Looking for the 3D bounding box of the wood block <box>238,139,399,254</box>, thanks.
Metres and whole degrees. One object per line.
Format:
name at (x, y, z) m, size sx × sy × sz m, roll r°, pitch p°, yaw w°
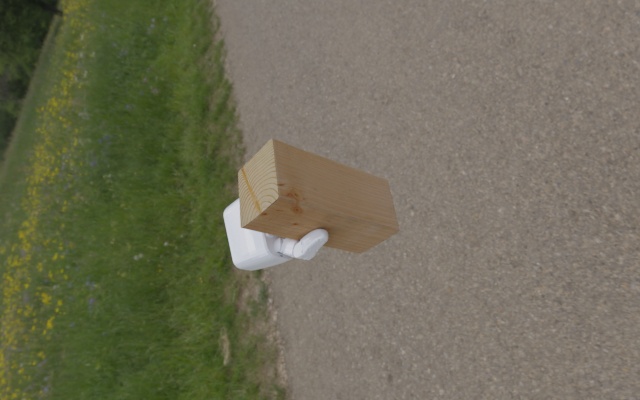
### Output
wood block at (0.000, 0.003, 0.660) m, size 0.206 × 0.090 × 0.090 m, roll 16°, pitch -37°, yaw -36°
